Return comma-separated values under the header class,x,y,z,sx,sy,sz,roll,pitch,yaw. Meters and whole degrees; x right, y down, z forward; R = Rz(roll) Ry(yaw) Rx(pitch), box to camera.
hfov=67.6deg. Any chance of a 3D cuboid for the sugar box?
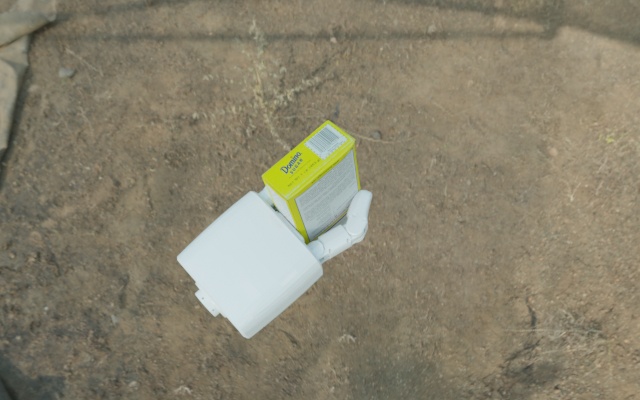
class,x,y,z,sx,sy,sz,roll,pitch,yaw
sugar box,0.000,0.001,0.531,0.048,0.093,0.176,42,-17,24
